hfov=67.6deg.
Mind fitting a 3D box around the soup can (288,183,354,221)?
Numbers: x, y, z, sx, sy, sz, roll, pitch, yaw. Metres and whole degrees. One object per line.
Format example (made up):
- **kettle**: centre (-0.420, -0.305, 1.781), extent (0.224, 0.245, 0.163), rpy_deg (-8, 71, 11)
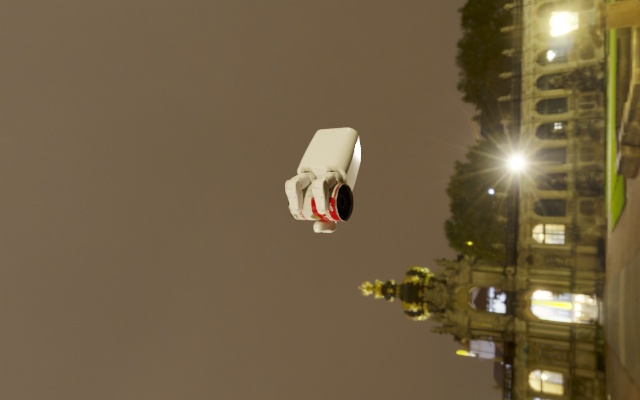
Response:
- **soup can**: centre (0.000, 0.003, 0.875), extent (0.102, 0.068, 0.068), rpy_deg (1, 0, 29)
